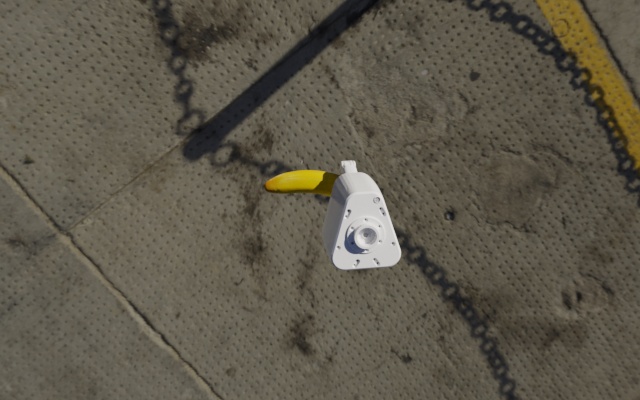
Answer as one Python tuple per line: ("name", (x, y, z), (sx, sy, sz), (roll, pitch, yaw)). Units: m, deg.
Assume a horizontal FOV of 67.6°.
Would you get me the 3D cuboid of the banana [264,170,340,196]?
("banana", (0.010, -0.013, 0.777), (0.198, 0.070, 0.037), (21, 14, -11))
